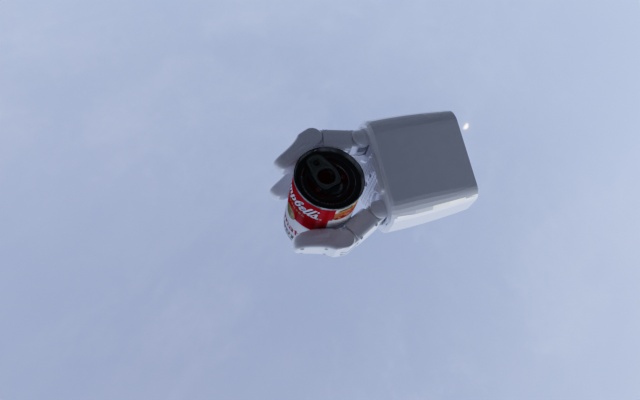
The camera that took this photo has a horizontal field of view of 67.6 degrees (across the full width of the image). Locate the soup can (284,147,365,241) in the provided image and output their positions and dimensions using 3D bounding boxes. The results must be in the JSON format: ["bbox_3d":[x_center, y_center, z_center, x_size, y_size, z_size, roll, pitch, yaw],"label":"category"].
[{"bbox_3d":[0.000,0.002,0.485,0.068,0.068,0.102,0,-28,-11],"label":"soup can"}]
